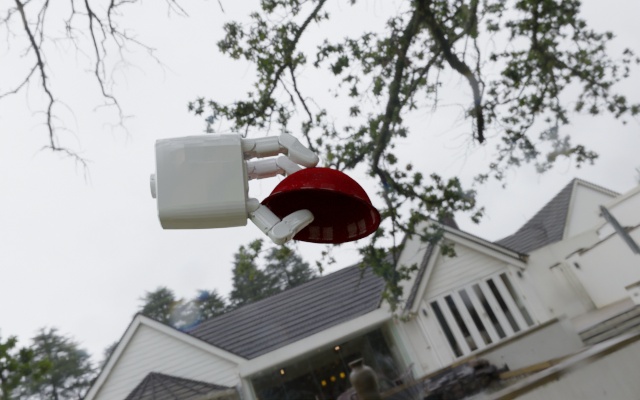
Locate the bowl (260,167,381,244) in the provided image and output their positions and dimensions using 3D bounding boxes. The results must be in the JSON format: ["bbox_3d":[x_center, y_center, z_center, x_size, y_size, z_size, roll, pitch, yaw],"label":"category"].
[{"bbox_3d":[0.001,0.002,0.636,0.162,0.055,0.162,4,-29,2],"label":"bowl"}]
